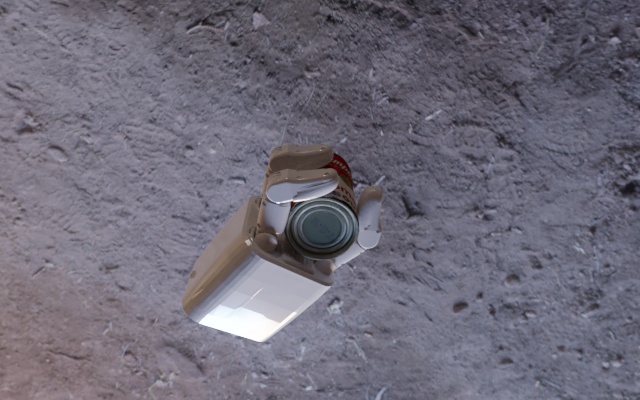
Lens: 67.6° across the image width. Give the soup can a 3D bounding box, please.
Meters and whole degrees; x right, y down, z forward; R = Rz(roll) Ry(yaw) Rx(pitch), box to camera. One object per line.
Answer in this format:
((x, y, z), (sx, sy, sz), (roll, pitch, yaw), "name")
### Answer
((0.001, 0.001, 0.460), (0.068, 0.068, 0.102), (0, 29, -1), "soup can")
